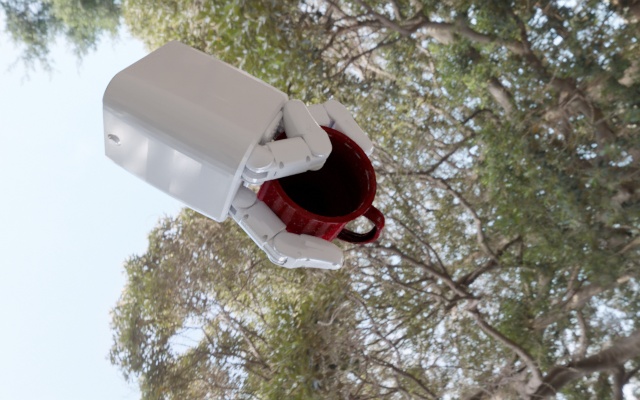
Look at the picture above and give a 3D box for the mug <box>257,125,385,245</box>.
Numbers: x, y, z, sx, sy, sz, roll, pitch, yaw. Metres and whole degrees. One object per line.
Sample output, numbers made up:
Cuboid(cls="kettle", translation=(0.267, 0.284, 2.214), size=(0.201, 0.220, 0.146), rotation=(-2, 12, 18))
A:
Cuboid(cls="mug", translation=(0.001, 0.002, 0.414), size=(0.117, 0.093, 0.081), rotation=(28, -36, -5))
